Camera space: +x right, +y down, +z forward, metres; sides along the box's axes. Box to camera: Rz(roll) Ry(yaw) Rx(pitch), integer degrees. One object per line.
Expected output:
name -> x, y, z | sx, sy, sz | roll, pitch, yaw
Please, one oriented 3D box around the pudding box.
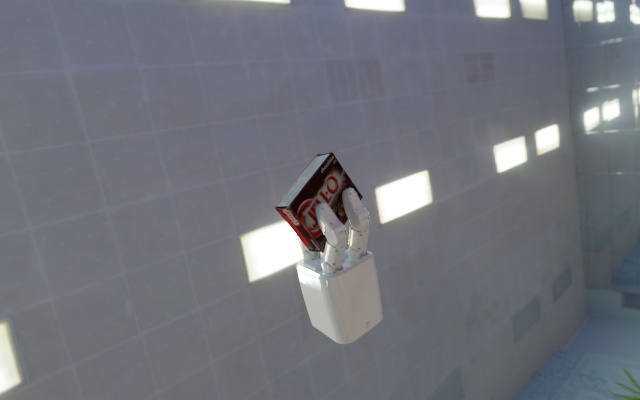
pudding box -> 0.000, 0.002, 0.667 | 0.039, 0.090, 0.113 | -2, 43, 45
